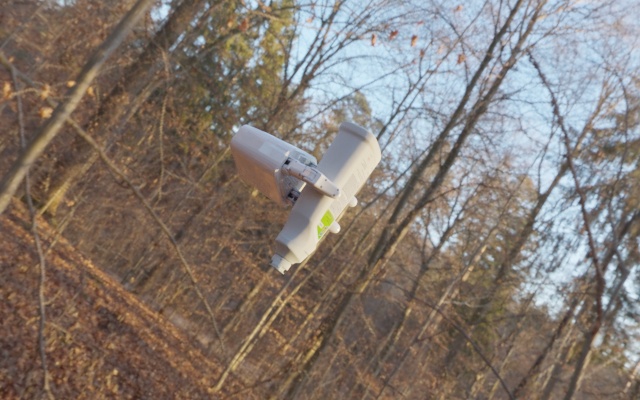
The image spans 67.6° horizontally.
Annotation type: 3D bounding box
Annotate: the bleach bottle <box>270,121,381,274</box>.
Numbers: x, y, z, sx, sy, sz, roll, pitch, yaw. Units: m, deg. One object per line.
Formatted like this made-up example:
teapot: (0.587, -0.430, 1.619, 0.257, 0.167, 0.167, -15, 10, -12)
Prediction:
bleach bottle: (0.000, 0.002, 0.756, 0.068, 0.251, 0.103, 30, -11, 25)
